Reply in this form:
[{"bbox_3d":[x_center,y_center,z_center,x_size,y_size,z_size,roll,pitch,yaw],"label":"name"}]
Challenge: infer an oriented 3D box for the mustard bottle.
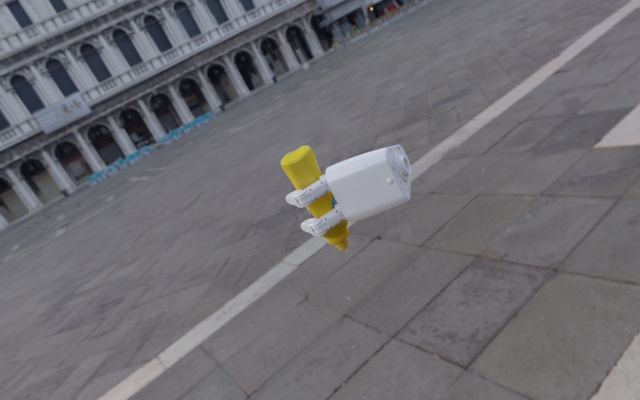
[{"bbox_3d":[0.000,0.003,0.824,0.058,0.192,0.096,-27,16,3],"label":"mustard bottle"}]
